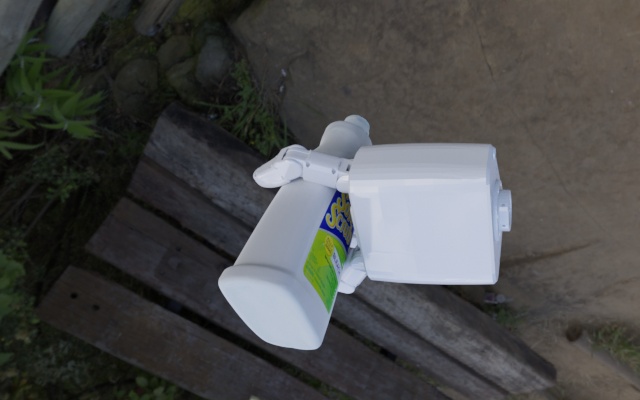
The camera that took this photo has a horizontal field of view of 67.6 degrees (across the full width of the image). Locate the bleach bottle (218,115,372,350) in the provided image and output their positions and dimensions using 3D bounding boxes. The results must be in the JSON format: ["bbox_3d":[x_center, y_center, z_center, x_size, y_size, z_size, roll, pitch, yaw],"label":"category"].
[{"bbox_3d":[0.000,0.002,0.443,0.068,0.250,0.103,0,-44,25],"label":"bleach bottle"}]
